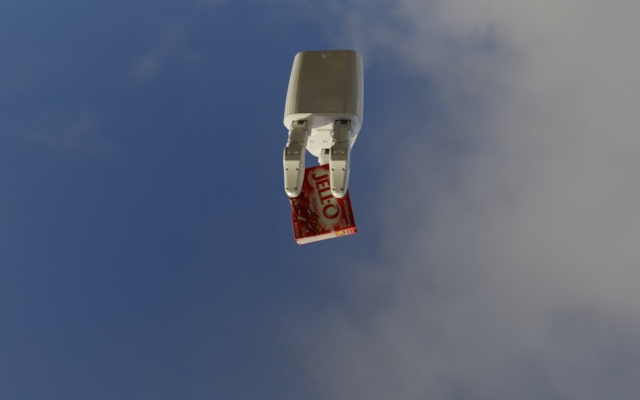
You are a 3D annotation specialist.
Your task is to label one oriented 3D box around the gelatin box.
[{"bbox_3d":[0.000,0.002,0.576,0.073,0.089,0.030,-12,-20,5],"label":"gelatin box"}]
